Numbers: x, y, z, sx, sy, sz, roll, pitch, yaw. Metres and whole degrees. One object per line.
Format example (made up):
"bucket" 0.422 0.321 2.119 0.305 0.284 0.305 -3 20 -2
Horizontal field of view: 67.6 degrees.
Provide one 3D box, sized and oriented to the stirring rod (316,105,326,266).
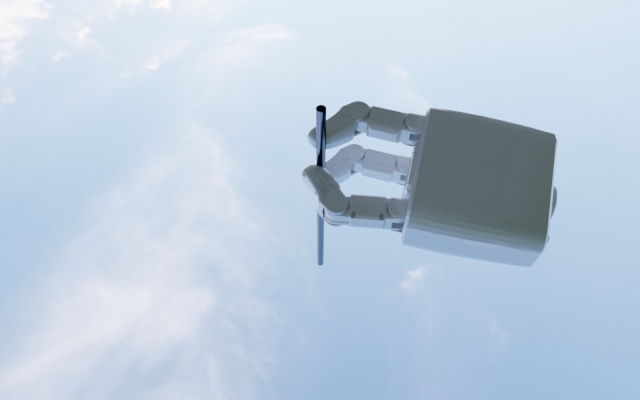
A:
"stirring rod" 0.000 0.001 0.454 0.011 0.011 0.240 0 -36 0
